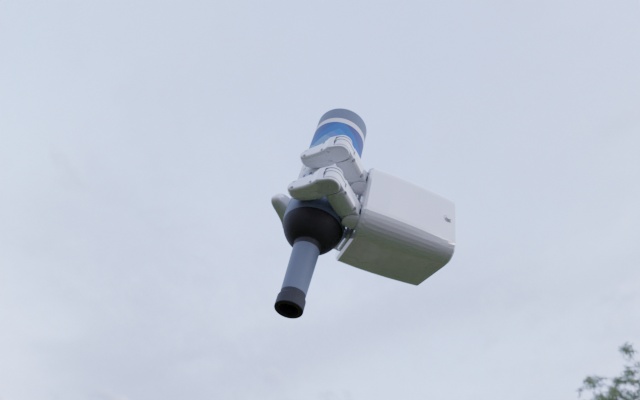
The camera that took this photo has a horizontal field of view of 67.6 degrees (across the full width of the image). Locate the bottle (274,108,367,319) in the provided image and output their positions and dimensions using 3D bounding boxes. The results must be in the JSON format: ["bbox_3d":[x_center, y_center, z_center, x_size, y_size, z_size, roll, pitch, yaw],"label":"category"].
[{"bbox_3d":[0.000,0.002,0.536,0.069,0.069,0.295,0,41,15],"label":"bottle"}]
